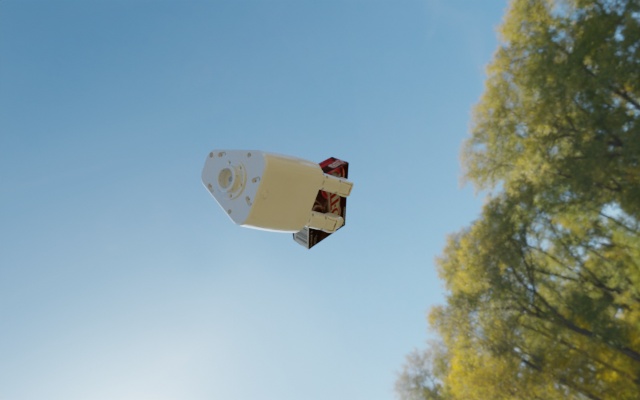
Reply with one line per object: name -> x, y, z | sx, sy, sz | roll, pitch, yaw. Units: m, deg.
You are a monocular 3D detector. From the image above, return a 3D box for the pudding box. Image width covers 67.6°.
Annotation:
pudding box -> 0.000, 0.002, 0.704 | 0.039, 0.114, 0.090 | 26, 38, 32
